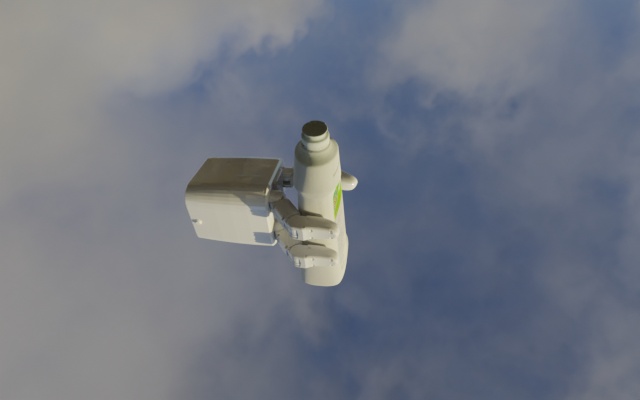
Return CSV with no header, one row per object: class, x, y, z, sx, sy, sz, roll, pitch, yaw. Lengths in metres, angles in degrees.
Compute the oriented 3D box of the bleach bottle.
bleach bottle,0.000,0.002,0.610,0.068,0.102,0.251,3,-43,6
